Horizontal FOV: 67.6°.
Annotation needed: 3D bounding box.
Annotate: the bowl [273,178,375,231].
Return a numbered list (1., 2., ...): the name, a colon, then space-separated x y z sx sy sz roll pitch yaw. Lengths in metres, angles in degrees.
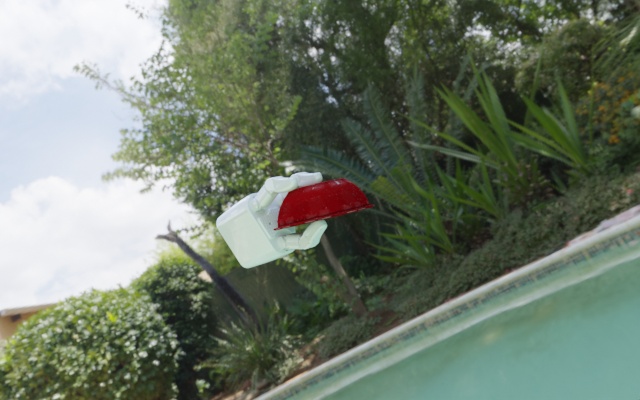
1. bowl: 0.001 0.002 0.743 0.162 0.055 0.162 -13 -1 0
